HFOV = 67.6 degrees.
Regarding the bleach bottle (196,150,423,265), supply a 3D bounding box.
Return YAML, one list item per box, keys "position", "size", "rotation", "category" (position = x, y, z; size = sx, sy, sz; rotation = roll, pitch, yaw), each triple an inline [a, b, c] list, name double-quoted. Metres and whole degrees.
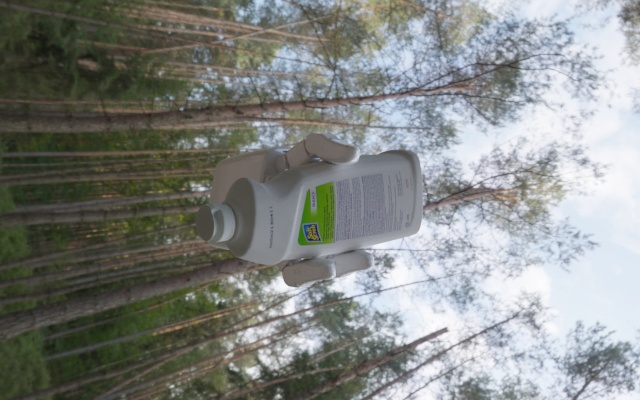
- position: [0.000, 0.002, 0.459]
  size: [0.251, 0.102, 0.068]
  rotation: [-5, 3, -43]
  category: "bleach bottle"
